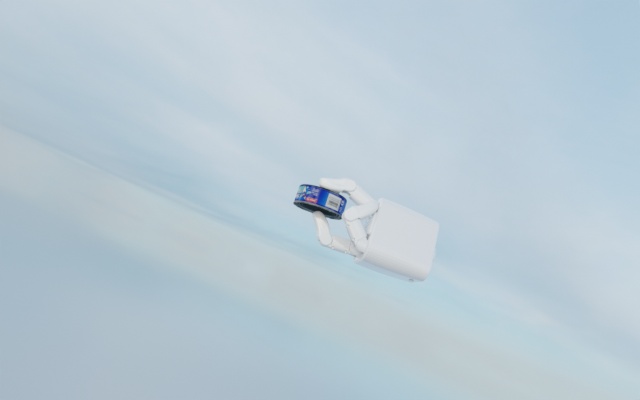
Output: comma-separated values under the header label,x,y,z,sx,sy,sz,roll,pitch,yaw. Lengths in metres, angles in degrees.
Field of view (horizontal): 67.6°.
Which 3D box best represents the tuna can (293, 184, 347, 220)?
label,x,y,z,sx,sy,sz,roll,pitch,yaw
tuna can,0.000,0.002,0.795,0.086,0.033,0.086,18,-10,3
